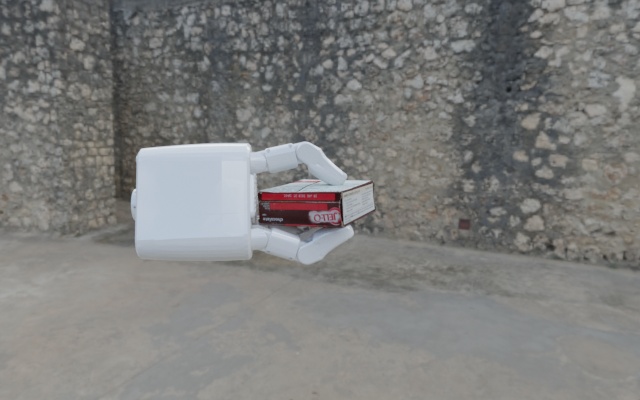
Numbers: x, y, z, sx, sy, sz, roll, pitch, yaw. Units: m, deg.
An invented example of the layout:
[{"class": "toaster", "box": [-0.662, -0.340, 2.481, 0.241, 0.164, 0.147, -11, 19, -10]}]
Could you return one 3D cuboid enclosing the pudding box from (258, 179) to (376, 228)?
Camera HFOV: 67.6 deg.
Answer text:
[{"class": "pudding box", "box": [0.000, 0.001, 0.498, 0.090, 0.039, 0.113, 2, 10, 23]}]
